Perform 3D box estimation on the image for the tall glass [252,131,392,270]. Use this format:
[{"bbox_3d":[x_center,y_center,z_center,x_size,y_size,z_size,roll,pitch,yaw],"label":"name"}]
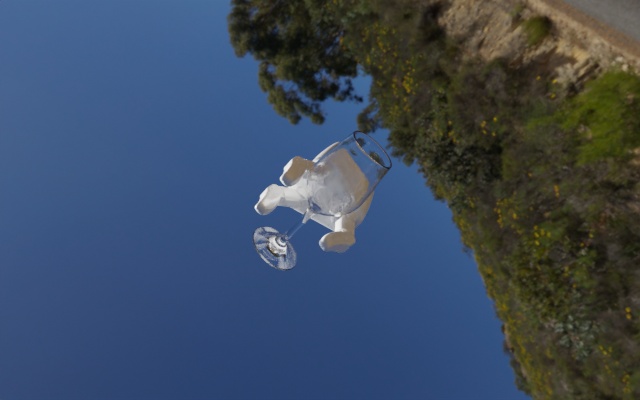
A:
[{"bbox_3d":[0.000,0.003,0.613,0.201,0.079,0.079,-45,-24,27],"label":"tall glass"}]
